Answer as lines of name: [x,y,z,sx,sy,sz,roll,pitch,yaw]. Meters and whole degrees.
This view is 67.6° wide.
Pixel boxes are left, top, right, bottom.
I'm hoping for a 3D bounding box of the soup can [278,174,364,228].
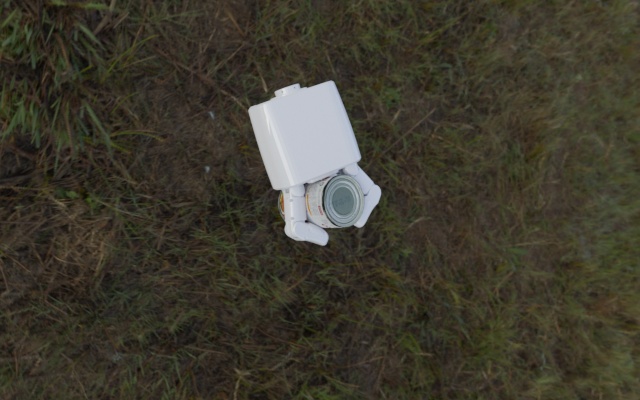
soup can: [0.000,0.003,0.624,0.068,0.068,0.102,0,-2,-37]
